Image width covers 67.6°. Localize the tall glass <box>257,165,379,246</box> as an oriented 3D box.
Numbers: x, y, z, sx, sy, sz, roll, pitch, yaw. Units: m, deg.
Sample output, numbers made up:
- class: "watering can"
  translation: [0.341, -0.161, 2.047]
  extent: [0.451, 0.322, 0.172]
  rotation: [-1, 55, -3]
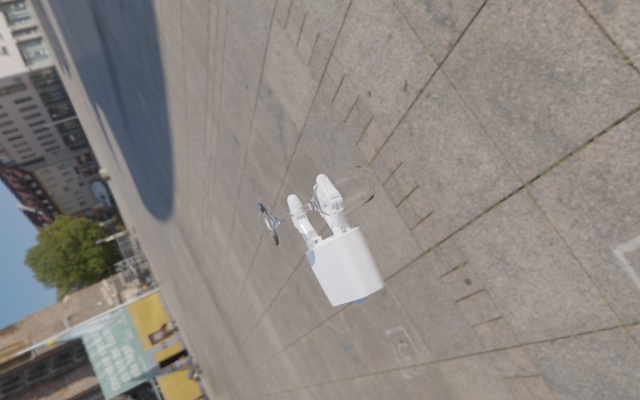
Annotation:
- class: "tall glass"
  translation: [-0.001, 0.003, 0.799]
  extent: [0.201, 0.079, 0.079]
  rotation: [-24, 9, -22]
